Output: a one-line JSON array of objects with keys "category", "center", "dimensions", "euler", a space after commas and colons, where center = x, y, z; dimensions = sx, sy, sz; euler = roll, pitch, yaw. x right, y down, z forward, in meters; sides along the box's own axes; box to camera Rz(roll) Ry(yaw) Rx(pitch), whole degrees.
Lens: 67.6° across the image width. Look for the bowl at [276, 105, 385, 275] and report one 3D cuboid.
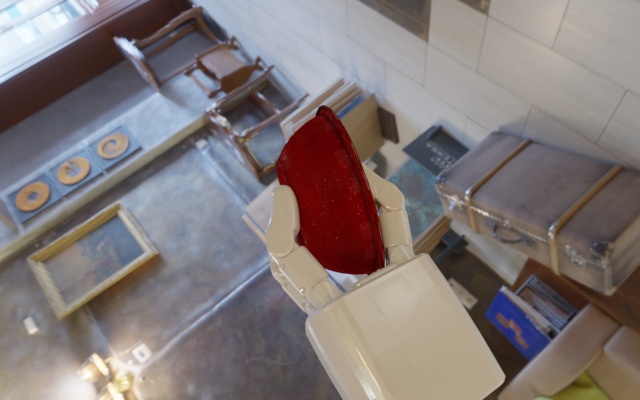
[{"category": "bowl", "center": [-0.001, 0.001, 0.423], "dimensions": [0.055, 0.162, 0.162], "euler": [-18, 3, -8]}]
